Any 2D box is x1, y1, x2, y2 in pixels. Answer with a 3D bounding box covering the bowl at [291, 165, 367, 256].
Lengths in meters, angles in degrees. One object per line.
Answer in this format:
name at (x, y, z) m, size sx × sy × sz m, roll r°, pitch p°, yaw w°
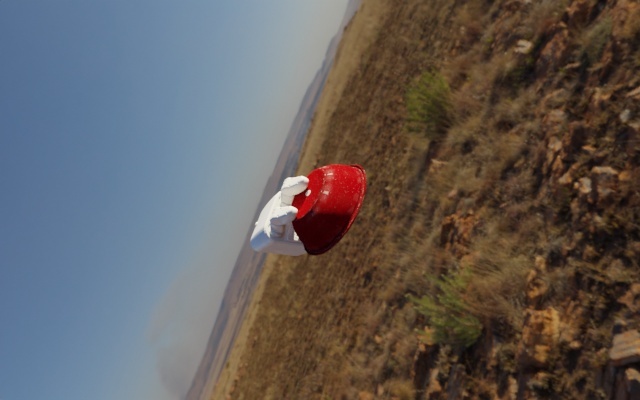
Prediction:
bowl at (0.001, 0.002, 0.748) m, size 0.055 × 0.162 × 0.162 m, roll 30°, pitch -13°, yaw -24°
